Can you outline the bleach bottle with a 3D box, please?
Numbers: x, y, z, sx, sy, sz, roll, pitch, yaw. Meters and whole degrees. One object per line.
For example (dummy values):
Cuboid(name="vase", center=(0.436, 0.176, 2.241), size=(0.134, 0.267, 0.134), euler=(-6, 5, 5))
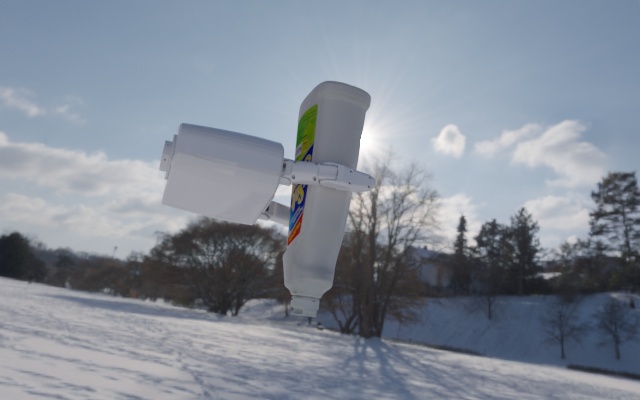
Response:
Cuboid(name="bleach bottle", center=(0.000, 0.002, 0.537), size=(0.068, 0.250, 0.102), euler=(12, -15, -20))
